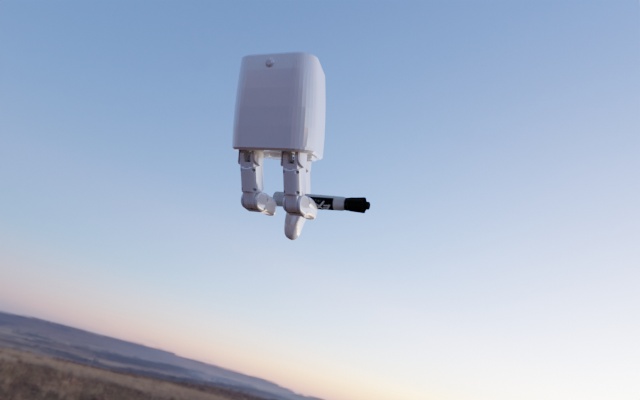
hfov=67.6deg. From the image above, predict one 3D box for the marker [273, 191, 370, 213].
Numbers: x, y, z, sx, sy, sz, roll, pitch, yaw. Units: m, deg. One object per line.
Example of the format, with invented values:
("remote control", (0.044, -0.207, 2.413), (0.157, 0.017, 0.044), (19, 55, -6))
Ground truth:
("marker", (0.000, 0.002, 0.568), (0.121, 0.020, 0.020), (4, 2, 23))
